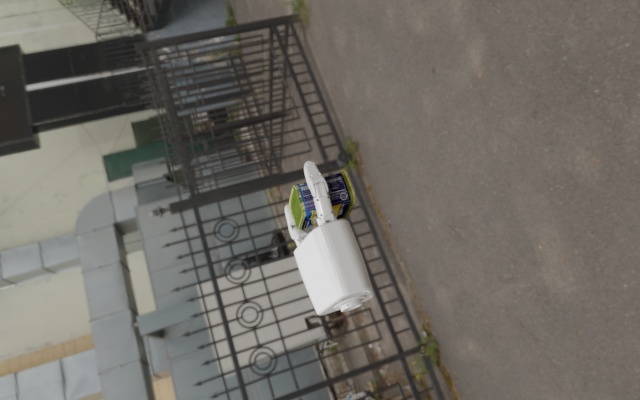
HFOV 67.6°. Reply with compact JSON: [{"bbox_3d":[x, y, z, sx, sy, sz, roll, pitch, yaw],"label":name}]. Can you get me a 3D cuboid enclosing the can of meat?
[{"bbox_3d":[0.000,0.002,0.744,0.084,0.057,0.102,-15,-18,-13],"label":"can of meat"}]
